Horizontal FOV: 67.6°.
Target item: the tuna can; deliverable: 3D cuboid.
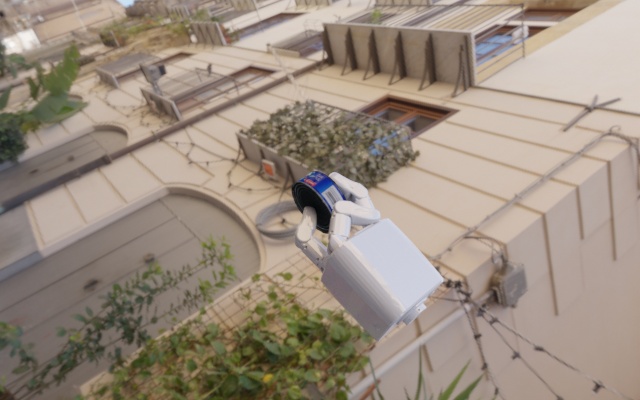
[{"bbox_3d":[0.000,0.002,0.663,0.033,0.086,0.086,-37,17,-25],"label":"tuna can"}]
